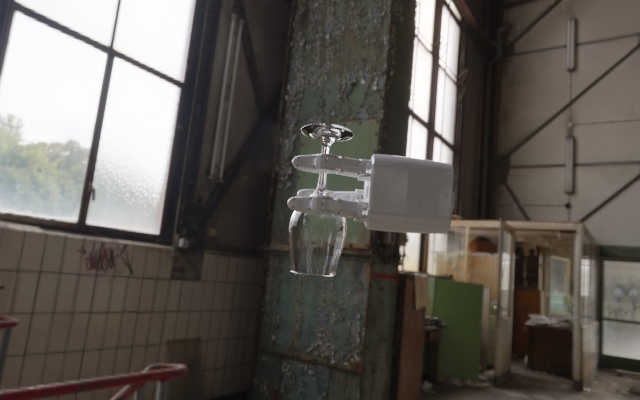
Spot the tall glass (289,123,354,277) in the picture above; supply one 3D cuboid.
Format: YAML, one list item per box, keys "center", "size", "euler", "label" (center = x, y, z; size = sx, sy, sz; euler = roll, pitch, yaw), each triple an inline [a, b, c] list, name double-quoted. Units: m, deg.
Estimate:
- center: [0.000, 0.001, 0.655]
  size: [0.079, 0.201, 0.079]
  euler: [6, -9, 1]
  label: "tall glass"
